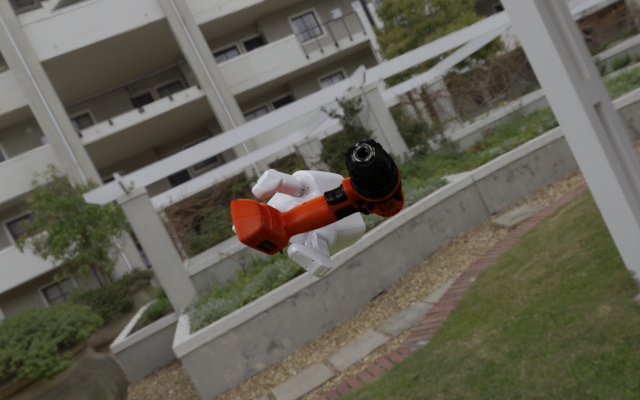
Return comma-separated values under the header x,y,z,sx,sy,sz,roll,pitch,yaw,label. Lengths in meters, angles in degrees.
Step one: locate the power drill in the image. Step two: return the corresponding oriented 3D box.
x,y,z,sx,sy,sz,roll,pitch,yaw,label
0.000,0.002,0.536,0.187,0.057,0.184,-18,-20,11,power drill
